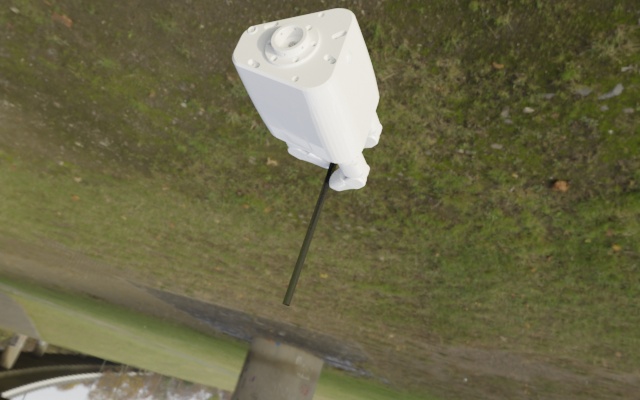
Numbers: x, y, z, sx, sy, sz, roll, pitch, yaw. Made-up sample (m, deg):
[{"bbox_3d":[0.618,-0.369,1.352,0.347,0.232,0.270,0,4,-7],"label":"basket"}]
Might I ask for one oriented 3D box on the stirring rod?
[{"bbox_3d":[0.000,0.002,0.536,0.011,0.239,0.011,16,-22,7],"label":"stirring rod"}]
